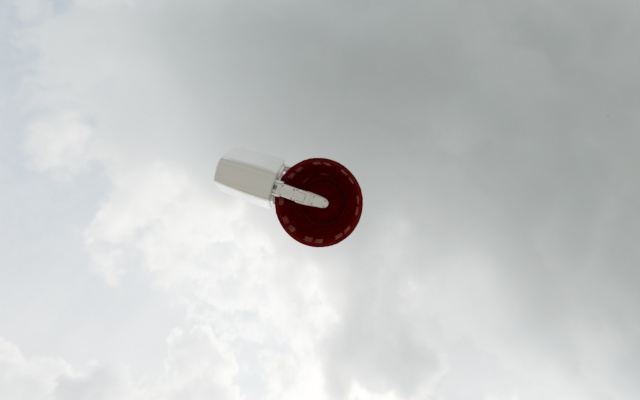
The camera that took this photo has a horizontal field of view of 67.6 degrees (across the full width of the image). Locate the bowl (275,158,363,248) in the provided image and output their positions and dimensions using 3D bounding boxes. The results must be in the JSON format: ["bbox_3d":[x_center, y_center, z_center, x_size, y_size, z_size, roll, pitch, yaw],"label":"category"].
[{"bbox_3d":[0.001,0.004,0.879,0.162,0.162,0.055,0,3,10],"label":"bowl"}]
